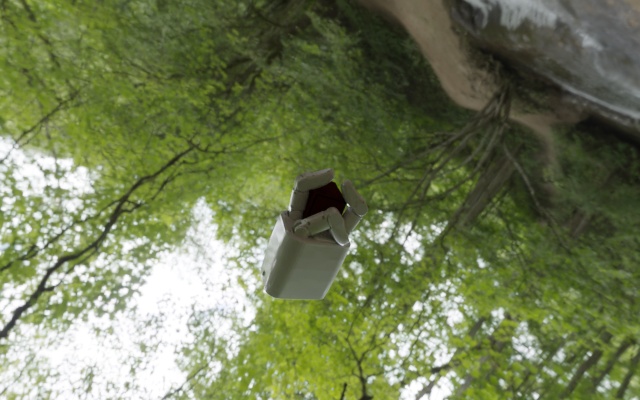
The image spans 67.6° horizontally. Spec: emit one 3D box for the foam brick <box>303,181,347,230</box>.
[{"bbox_3d":[0.000,0.002,0.739,0.053,0.051,0.078,15,21,-18],"label":"foam brick"}]
